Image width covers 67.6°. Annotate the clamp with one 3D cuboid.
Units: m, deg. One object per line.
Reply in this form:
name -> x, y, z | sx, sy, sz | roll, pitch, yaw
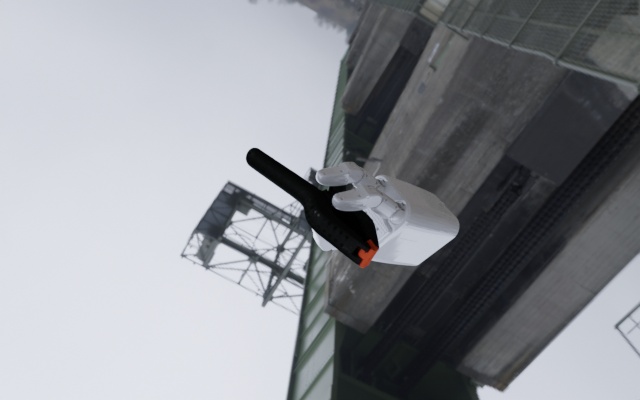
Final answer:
clamp -> 0.000, 0.003, 0.600 | 0.164, 0.036, 0.209 | 12, 29, -33
